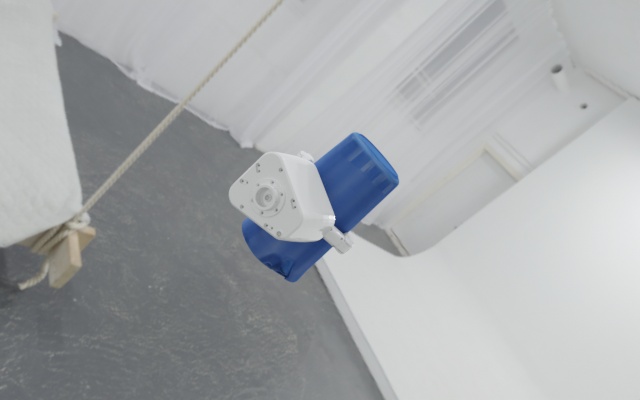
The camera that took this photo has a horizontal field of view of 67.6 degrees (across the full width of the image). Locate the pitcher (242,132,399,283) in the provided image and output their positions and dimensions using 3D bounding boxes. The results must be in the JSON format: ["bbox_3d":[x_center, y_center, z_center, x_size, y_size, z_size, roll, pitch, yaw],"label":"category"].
[{"bbox_3d":[0.000,0.003,0.767,0.243,0.149,0.145,-41,-18,14],"label":"pitcher"}]
